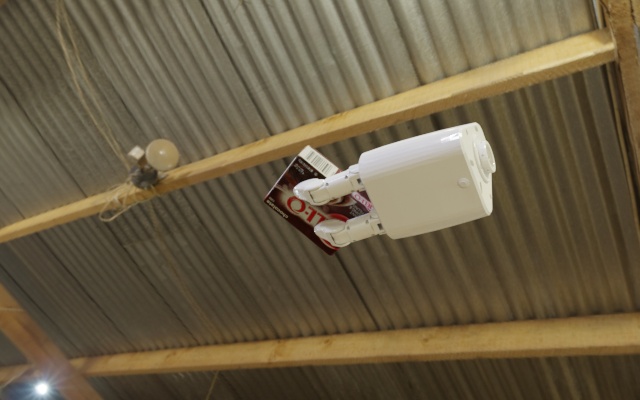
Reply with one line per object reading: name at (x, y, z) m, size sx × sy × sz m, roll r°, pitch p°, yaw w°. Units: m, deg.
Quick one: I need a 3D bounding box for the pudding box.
pudding box at (0.000, 0.002, 0.576) m, size 0.090 × 0.113 × 0.039 m, roll -49°, pitch 1°, yaw 37°
